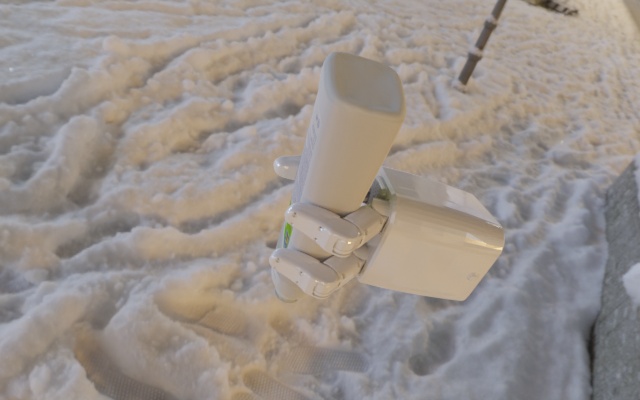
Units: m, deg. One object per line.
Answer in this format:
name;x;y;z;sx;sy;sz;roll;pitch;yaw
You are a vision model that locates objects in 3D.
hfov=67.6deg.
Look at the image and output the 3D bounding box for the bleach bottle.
bleach bottle;0.000;0.001;0.441;0.068;0.251;0.102;14;39;-9
